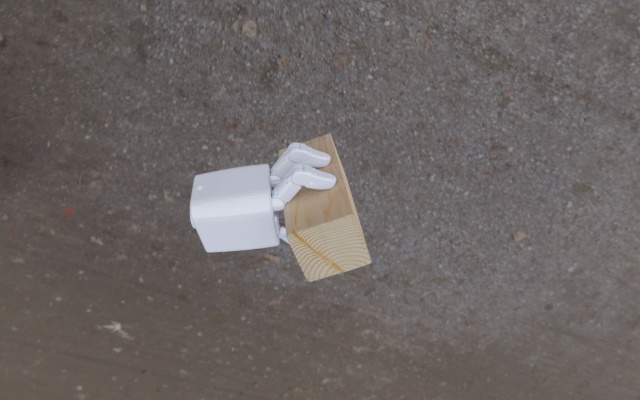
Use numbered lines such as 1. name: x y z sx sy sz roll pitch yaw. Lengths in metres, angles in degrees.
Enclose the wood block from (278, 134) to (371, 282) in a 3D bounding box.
1. wood block: 0.000 0.003 0.681 0.090 0.091 0.206 -18 37 5
